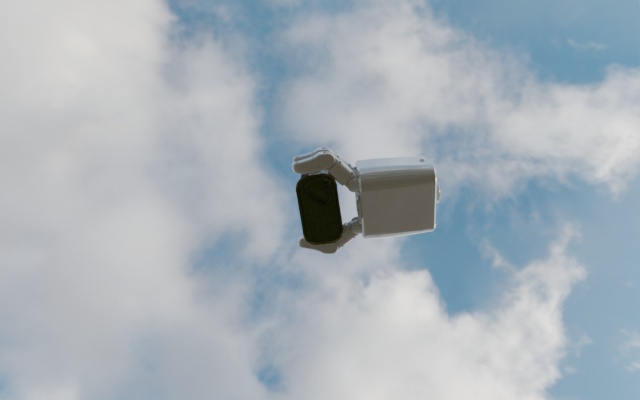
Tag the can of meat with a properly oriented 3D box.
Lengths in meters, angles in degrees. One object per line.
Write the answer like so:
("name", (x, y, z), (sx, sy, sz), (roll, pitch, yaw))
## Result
("can of meat", (0.000, 0.002, 0.702), (0.057, 0.102, 0.084), (-8, 15, 4))
